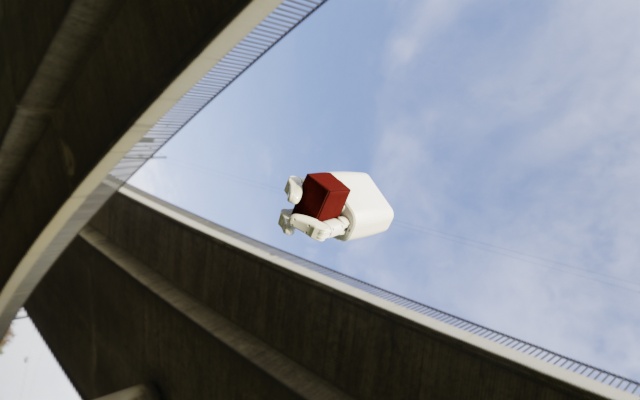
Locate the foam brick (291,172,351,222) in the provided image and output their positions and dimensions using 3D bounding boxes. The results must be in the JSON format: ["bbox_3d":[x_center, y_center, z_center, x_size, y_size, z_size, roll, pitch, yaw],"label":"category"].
[{"bbox_3d":[0.000,0.002,0.728,0.051,0.078,0.053,-7,40,-45],"label":"foam brick"}]
